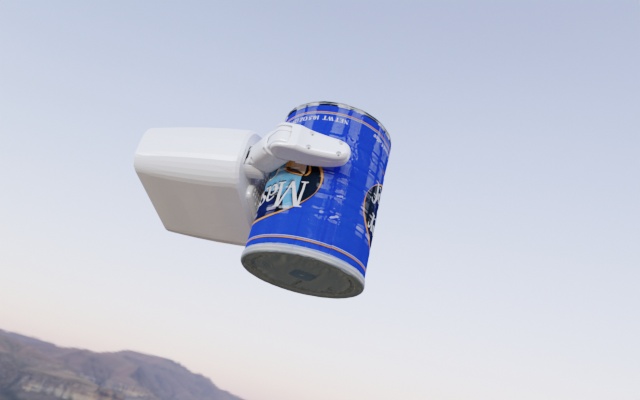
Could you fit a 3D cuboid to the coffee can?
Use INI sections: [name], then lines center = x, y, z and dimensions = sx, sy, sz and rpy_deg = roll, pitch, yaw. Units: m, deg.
[coffee can]
center = 0.000, 0.001, 0.415
dimensions = 0.103, 0.140, 0.103
rpy_deg = 12, -26, 6
